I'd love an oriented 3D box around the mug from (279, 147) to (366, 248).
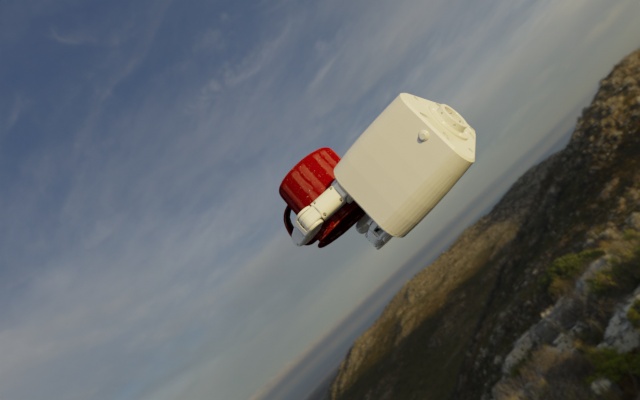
[{"bbox_3d":[-0.001,0.003,0.553,0.117,0.081,0.093,-49,-14,29],"label":"mug"}]
